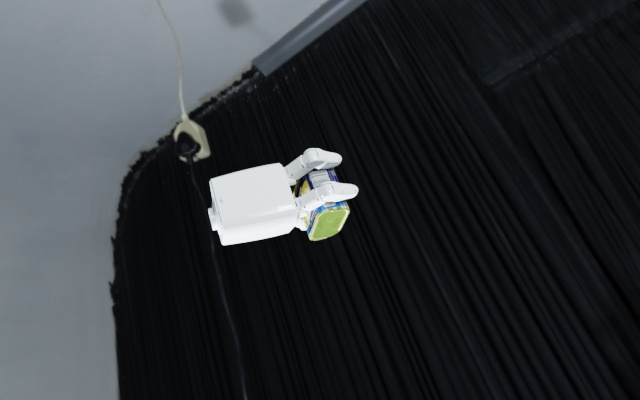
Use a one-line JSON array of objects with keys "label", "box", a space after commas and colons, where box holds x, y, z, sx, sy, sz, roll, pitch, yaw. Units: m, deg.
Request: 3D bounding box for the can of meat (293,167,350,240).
[{"label": "can of meat", "box": [0.000, 0.003, 0.732, 0.057, 0.084, 0.102, -11, -27, -17]}]
